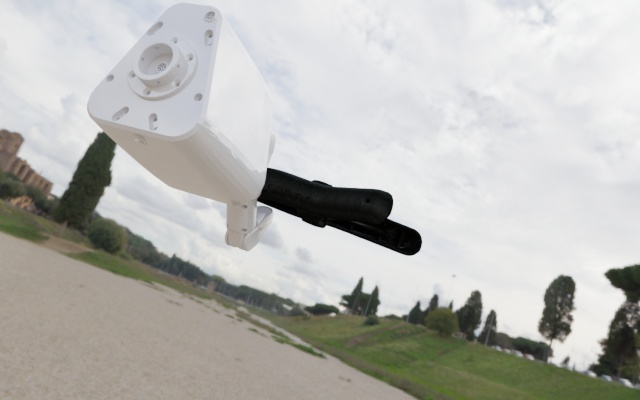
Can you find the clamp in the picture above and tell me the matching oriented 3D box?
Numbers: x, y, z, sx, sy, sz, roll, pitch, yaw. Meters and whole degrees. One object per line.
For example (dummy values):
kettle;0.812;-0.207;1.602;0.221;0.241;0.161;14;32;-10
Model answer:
clamp;0.000;0.001;0.403;0.171;0.039;0.120;16;-18;18
